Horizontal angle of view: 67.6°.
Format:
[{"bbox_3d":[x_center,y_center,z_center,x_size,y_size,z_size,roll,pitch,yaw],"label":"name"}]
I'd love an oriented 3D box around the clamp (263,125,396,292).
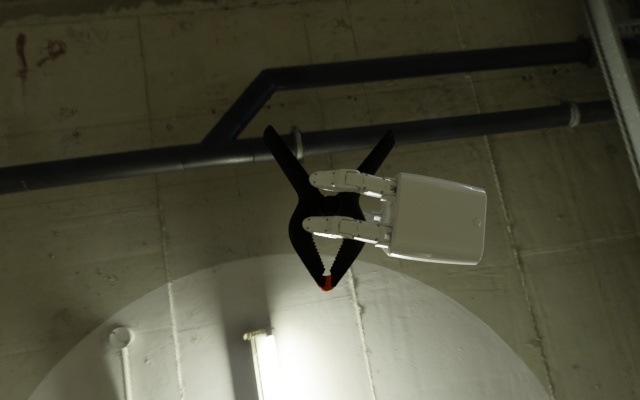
[{"bbox_3d":[0.000,0.003,0.580,0.164,0.210,0.036,8,-13,0],"label":"clamp"}]
